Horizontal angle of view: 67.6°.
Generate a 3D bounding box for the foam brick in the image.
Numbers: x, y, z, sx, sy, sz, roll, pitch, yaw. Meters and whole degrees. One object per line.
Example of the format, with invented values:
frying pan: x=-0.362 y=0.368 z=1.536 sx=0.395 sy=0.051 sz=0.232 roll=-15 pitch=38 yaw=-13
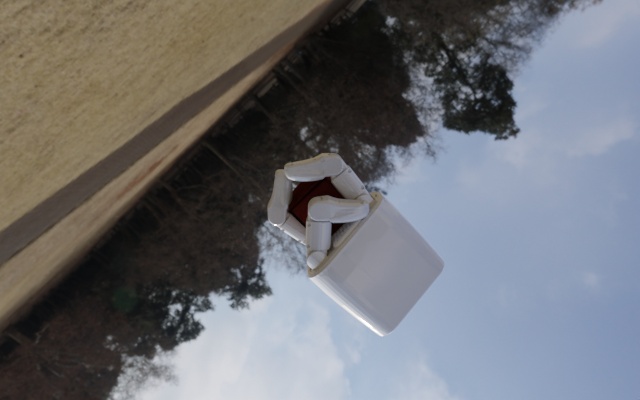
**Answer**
foam brick: x=0.000 y=0.002 z=0.526 sx=0.051 sy=0.053 sz=0.078 roll=43 pitch=9 yaw=-12
